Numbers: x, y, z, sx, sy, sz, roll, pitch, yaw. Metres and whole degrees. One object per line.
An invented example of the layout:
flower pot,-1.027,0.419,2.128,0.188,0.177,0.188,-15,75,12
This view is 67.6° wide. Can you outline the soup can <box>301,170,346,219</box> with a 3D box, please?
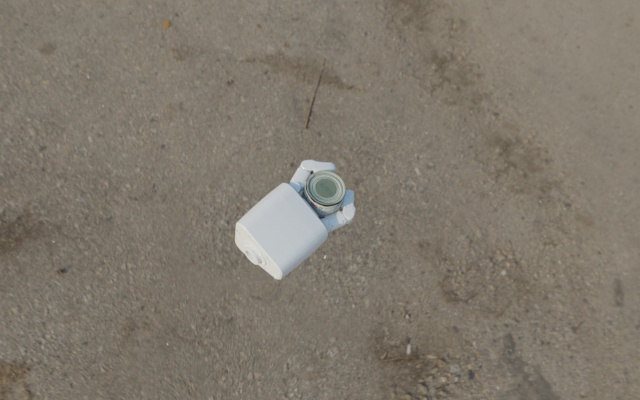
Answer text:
soup can,0.001,0.002,0.810,0.068,0.068,0.102,0,-28,-12
